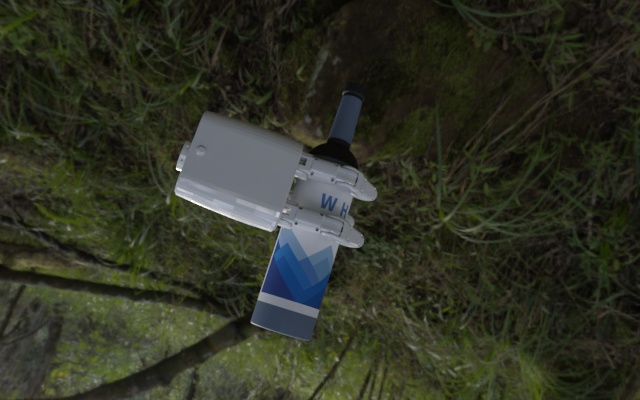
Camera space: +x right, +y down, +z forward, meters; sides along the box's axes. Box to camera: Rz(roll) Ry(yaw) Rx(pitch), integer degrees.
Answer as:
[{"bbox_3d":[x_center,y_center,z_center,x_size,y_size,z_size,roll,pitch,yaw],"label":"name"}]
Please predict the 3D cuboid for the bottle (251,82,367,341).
[{"bbox_3d":[0.000,0.002,0.538,0.069,0.295,0.069,16,-13,4],"label":"bottle"}]
